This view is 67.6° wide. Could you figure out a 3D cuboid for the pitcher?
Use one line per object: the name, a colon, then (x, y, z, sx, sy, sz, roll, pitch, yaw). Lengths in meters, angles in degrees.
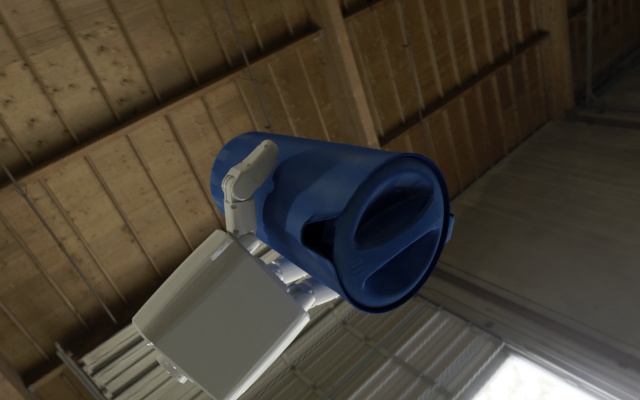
pitcher: (0.000, 0.002, 0.472, 0.242, 0.145, 0.149, 22, -27, 49)
